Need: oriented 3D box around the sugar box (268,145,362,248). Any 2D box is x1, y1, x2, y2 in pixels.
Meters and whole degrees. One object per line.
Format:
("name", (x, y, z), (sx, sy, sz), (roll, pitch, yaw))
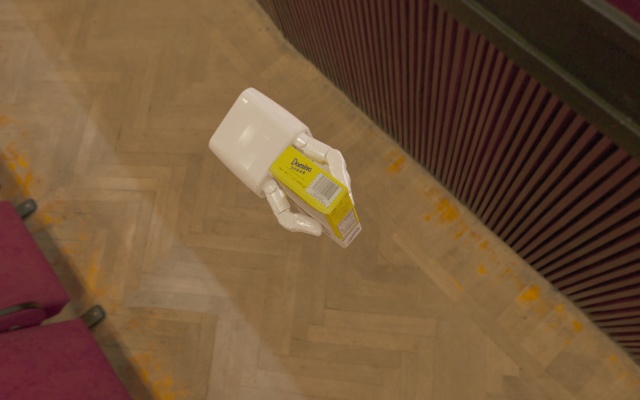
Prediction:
("sugar box", (0.000, 0.001, 0.620), (0.093, 0.048, 0.176), (38, -5, 19))
